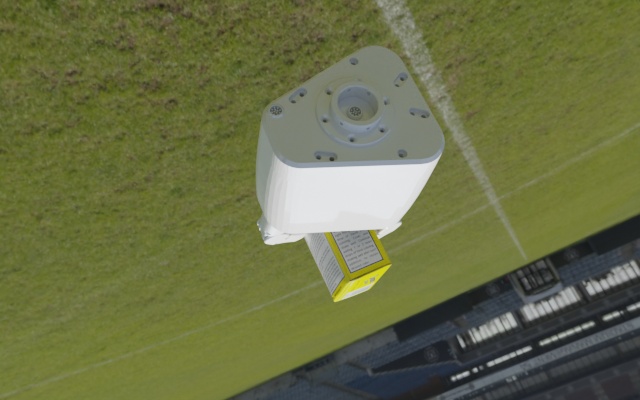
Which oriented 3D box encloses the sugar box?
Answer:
[{"bbox_3d":[0.001,0.001,0.452,0.048,0.176,0.093,-18,-19,-15],"label":"sugar box"}]
